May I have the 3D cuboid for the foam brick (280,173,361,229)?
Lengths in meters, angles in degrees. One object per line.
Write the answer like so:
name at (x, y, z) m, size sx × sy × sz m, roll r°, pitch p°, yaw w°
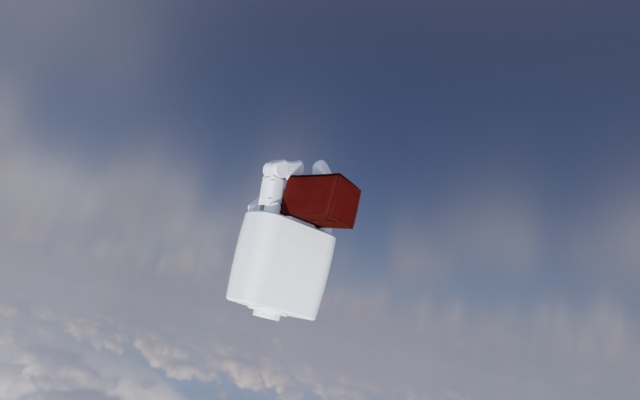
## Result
foam brick at (0.000, 0.002, 0.568) m, size 0.078 × 0.051 × 0.053 m, roll -1°, pitch -22°, yaw 38°
